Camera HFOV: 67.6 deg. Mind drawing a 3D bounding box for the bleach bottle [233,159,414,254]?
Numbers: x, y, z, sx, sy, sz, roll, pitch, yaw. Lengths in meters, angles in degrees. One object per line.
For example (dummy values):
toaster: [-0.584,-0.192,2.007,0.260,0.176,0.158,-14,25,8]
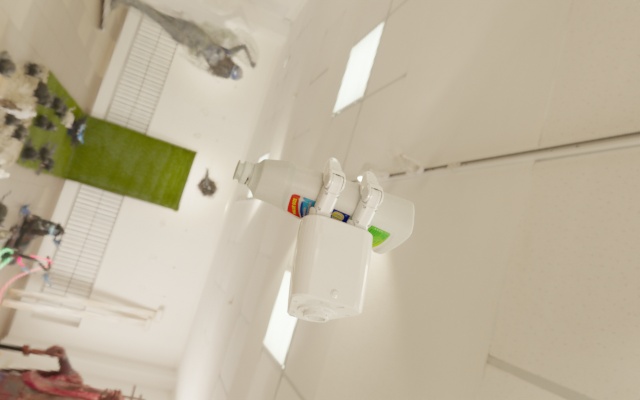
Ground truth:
bleach bottle: [0.000,0.002,0.665,0.251,0.068,0.103,19,-29,-17]
